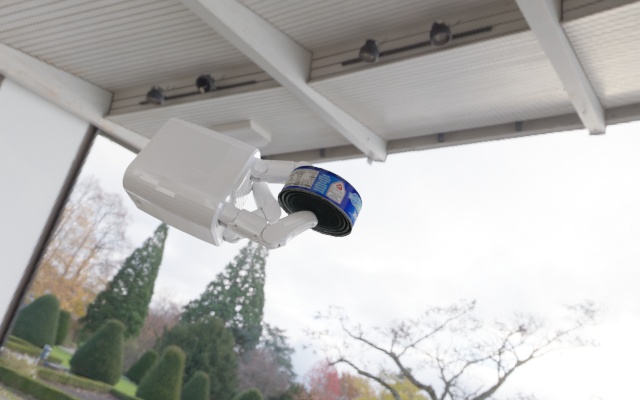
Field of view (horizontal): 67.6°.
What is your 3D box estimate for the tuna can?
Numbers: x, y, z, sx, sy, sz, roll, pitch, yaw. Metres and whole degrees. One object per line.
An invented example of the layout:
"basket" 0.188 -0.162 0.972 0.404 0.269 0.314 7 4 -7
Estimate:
"tuna can" 0.000 0.001 0.501 0.086 0.033 0.086 22 -26 11
